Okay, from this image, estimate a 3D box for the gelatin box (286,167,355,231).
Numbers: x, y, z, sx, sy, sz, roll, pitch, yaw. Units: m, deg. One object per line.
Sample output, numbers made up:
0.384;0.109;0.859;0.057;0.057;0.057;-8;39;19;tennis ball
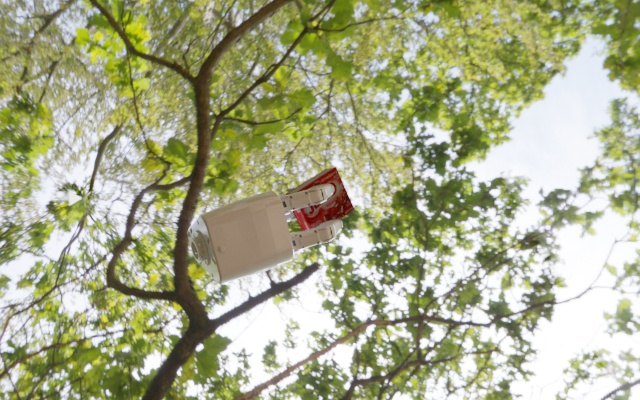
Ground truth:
0.000;0.002;0.711;0.089;0.073;0.030;-34;17;-31;gelatin box
